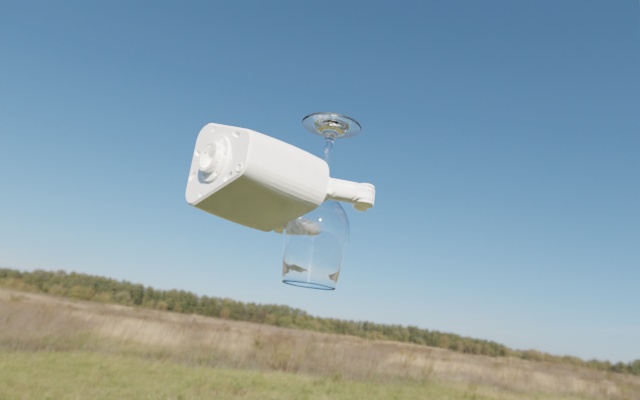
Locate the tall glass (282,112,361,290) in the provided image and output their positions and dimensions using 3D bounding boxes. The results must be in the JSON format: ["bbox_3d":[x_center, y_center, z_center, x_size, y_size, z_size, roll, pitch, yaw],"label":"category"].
[{"bbox_3d":[0.000,0.001,0.568,0.079,0.201,0.079,7,-14,2],"label":"tall glass"}]
